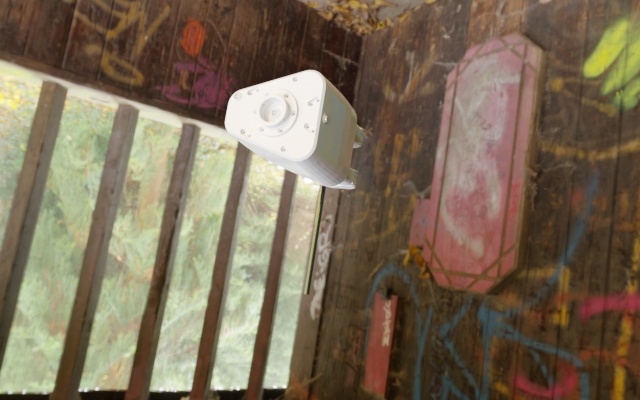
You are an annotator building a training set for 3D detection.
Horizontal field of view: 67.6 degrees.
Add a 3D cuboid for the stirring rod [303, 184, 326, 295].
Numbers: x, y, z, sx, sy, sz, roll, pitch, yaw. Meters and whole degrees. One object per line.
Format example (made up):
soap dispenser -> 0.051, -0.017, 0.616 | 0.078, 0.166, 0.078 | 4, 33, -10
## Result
stirring rod -> 0.000, 0.002, 0.626 | 0.011, 0.239, 0.011 | 9, -7, 1
